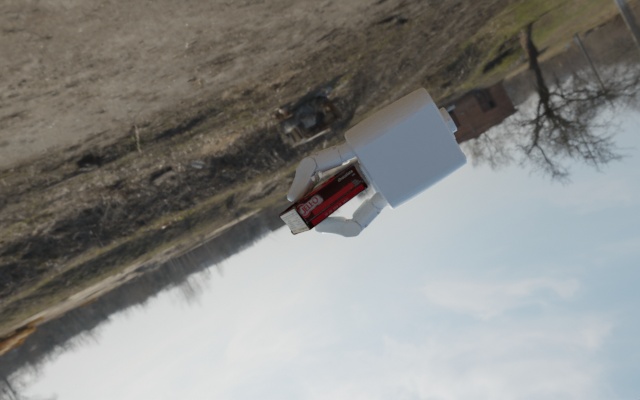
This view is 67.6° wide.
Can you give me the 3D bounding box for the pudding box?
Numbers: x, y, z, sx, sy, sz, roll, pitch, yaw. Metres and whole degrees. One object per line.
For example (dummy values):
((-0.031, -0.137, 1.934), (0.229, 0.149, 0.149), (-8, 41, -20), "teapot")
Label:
((0.000, 0.002, 0.599), (0.090, 0.039, 0.113), (-35, 0, -16), "pudding box")
